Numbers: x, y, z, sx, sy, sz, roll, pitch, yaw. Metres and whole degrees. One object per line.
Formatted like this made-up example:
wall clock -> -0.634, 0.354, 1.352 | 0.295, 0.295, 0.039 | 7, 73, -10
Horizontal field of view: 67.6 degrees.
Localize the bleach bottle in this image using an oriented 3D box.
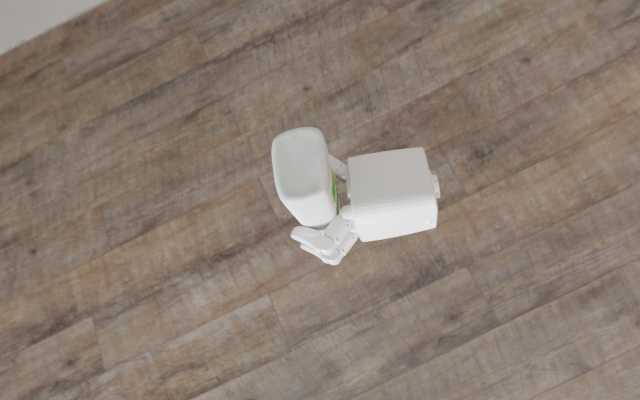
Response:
bleach bottle -> 0.000, 0.002, 0.671 | 0.068, 0.102, 0.251 | -11, -23, 8
